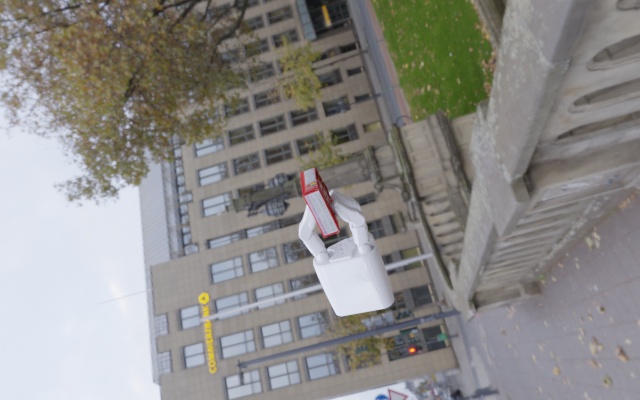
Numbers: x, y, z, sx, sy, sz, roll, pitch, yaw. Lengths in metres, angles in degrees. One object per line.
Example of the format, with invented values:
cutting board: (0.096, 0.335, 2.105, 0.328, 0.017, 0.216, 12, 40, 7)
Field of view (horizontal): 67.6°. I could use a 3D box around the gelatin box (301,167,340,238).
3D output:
gelatin box: (0.000, 0.002, 0.754, 0.030, 0.089, 0.073, -22, 30, 9)
